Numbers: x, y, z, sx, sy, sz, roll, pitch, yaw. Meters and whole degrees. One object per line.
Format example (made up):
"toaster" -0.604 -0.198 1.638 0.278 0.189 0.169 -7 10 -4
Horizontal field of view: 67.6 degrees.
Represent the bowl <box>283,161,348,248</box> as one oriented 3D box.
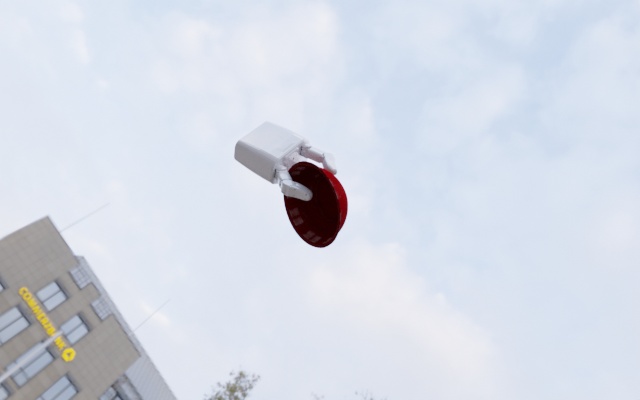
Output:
"bowl" 0.001 0.004 0.877 0.055 0.162 0.162 -17 10 -38
